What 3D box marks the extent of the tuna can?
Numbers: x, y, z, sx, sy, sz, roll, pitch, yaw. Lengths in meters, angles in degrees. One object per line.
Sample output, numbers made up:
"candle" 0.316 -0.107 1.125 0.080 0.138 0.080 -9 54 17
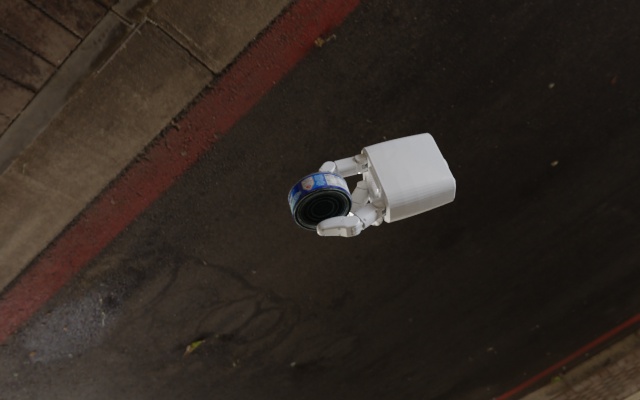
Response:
"tuna can" 0.000 0.003 0.663 0.086 0.033 0.086 -10 -43 -9
